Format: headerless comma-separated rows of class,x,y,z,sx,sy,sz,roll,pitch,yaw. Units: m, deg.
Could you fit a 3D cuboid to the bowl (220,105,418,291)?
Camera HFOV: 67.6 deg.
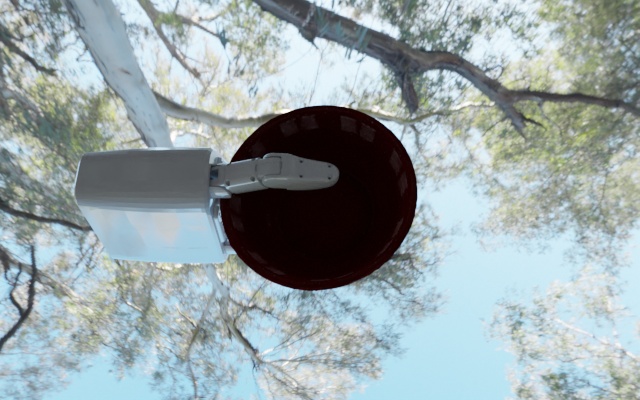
bowl,0.001,0.002,0.408,0.162,0.162,0.055,0,-21,9
